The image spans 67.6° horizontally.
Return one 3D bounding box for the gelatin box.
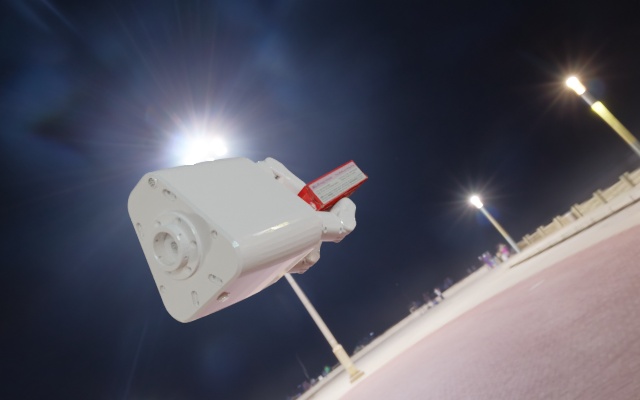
[{"bbox_3d":[0.000,0.001,0.501,0.089,0.030,0.073,-33,-11,-48],"label":"gelatin box"}]
